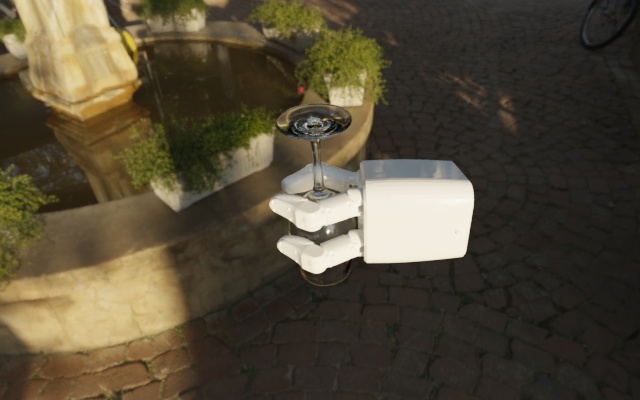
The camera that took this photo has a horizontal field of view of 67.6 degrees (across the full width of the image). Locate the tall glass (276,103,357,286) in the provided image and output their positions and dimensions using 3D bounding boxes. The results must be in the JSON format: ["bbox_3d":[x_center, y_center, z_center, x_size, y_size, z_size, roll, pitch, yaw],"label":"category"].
[{"bbox_3d":[0.000,0.001,0.521,0.079,0.201,0.079,-3,36,2],"label":"tall glass"}]
